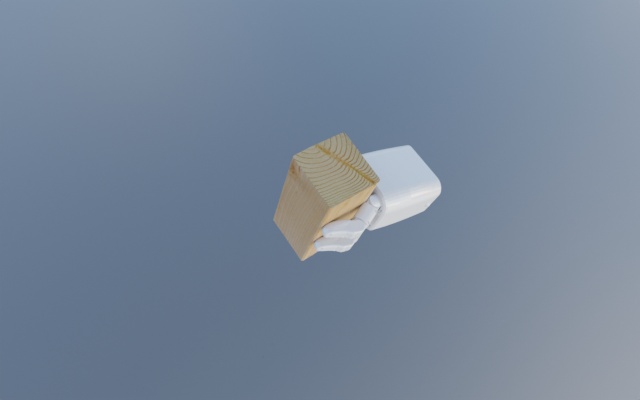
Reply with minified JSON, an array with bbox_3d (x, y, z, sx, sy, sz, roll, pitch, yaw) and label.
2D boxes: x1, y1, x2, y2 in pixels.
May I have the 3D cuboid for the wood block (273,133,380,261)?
[{"bbox_3d":[0.000,0.002,0.724,0.090,0.090,0.206,-28,-17,-24],"label":"wood block"}]
